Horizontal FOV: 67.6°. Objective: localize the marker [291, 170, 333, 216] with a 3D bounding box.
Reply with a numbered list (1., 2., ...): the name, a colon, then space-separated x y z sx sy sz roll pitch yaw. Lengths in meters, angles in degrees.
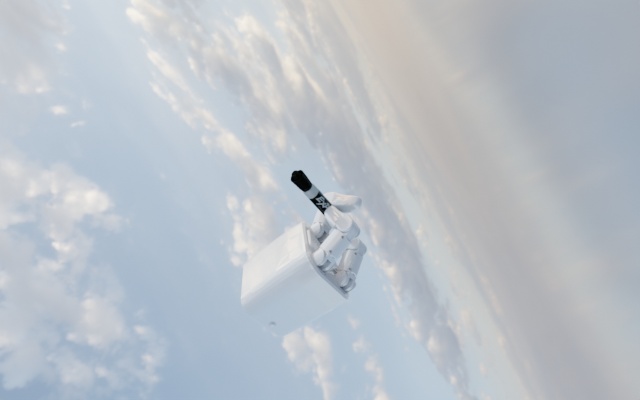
1. marker: 0.000 0.002 0.608 0.020 0.020 0.121 0 -35 39
